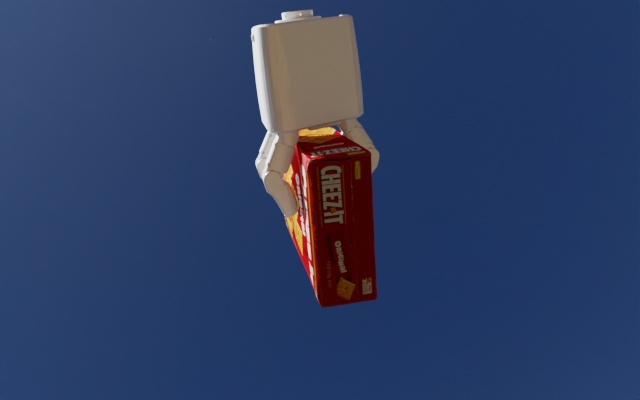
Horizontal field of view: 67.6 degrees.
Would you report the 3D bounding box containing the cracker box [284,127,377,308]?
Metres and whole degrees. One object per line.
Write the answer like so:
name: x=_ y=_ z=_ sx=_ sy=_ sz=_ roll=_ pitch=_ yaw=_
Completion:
cracker box: x=0.000 y=0.002 z=0.573 sx=0.072 sy=0.164 sz=0.213 roll=-9 pitch=20 yaw=-10
